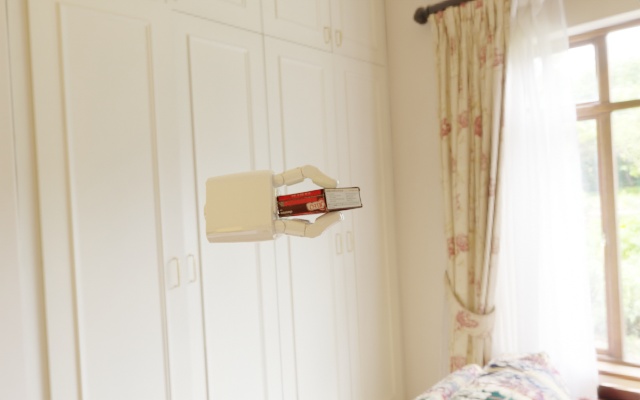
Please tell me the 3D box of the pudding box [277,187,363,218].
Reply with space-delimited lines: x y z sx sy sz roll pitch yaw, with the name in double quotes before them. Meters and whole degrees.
"pudding box" 0.000 0.002 0.747 0.090 0.039 0.113 -7 0 33
